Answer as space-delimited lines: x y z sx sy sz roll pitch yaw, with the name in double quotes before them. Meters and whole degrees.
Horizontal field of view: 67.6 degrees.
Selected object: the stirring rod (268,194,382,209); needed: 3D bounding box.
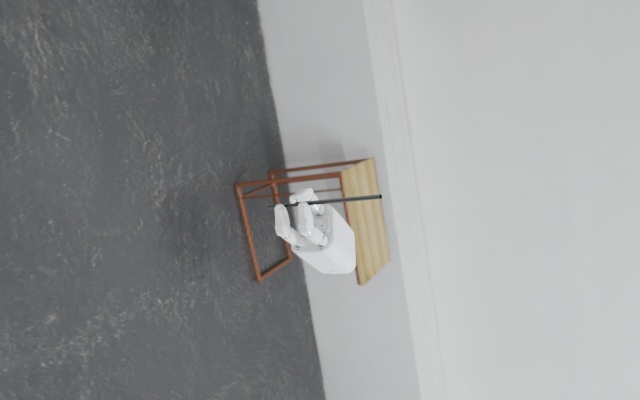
"stirring rod" 0.000 0.003 0.851 0.239 0.011 0.011 -5 -3 34
